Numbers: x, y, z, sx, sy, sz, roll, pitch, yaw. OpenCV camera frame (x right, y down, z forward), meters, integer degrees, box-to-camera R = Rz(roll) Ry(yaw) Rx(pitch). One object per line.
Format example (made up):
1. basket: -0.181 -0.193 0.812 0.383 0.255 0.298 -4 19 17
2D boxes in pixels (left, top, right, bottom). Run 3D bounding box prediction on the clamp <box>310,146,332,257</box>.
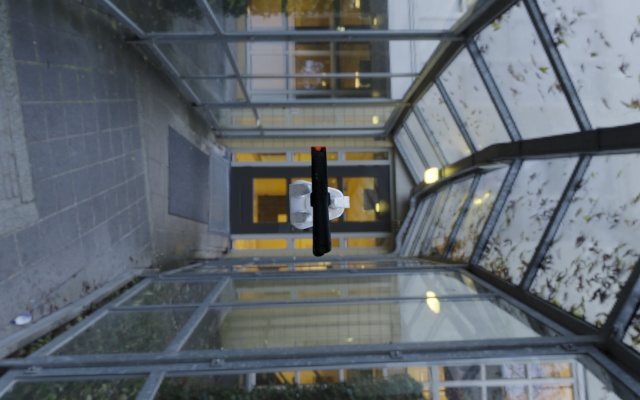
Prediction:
1. clamp: 0.001 0.002 0.864 0.036 0.210 0.164 -1 -2 -5
